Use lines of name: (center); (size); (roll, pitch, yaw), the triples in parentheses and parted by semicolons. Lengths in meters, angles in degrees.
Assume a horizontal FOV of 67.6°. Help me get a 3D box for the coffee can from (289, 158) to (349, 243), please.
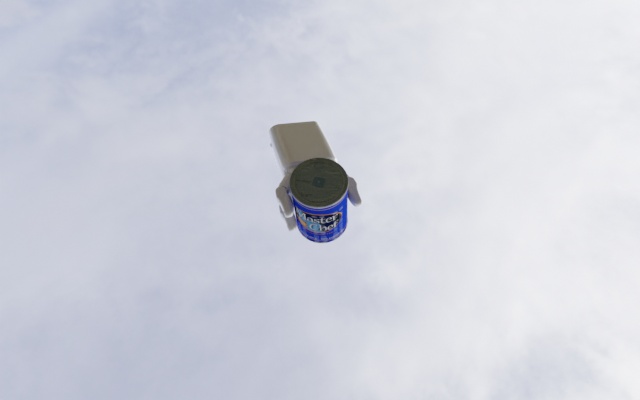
coffee can: (0.000, 0.003, 0.883); (0.103, 0.102, 0.140); (0, -31, 3)
